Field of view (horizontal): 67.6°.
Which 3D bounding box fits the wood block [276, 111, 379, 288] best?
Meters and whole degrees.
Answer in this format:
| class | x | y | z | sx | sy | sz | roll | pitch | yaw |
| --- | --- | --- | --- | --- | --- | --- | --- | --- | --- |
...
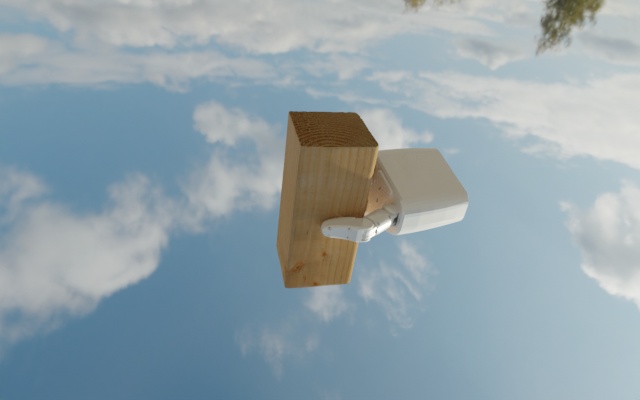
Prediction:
| class | x | y | z | sx | sy | sz | roll | pitch | yaw |
| --- | --- | --- | --- | --- | --- | --- | --- | --- | --- |
| wood block | 0.001 | 0.002 | 0.598 | 0.090 | 0.206 | 0.090 | -2 | 35 | -14 |
